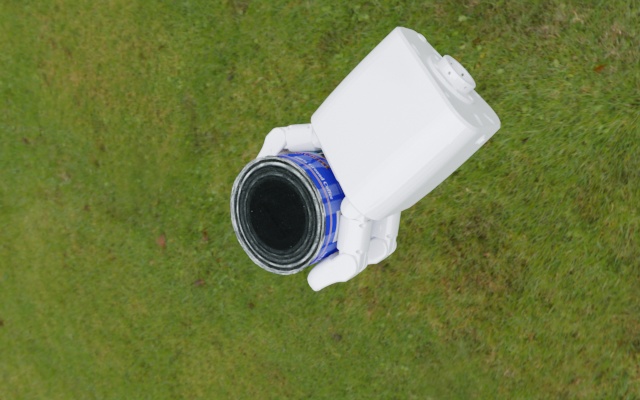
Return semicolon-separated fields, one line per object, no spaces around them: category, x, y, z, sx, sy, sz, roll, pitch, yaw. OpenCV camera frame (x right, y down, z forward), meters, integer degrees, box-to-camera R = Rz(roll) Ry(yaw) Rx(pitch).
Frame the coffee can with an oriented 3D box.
coffee can;0.000;0.002;0.457;0.103;0.103;0.140;0;10;35
